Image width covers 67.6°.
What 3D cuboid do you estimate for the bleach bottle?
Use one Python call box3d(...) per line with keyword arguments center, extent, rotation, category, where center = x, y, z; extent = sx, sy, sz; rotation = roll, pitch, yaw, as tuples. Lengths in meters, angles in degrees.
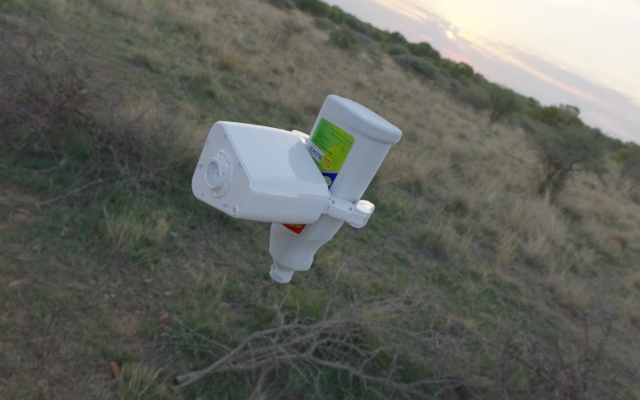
box3d(center=(0.000, 0.002, 0.601), extent=(0.068, 0.251, 0.102), rotation=(5, 29, -45), category="bleach bottle")
